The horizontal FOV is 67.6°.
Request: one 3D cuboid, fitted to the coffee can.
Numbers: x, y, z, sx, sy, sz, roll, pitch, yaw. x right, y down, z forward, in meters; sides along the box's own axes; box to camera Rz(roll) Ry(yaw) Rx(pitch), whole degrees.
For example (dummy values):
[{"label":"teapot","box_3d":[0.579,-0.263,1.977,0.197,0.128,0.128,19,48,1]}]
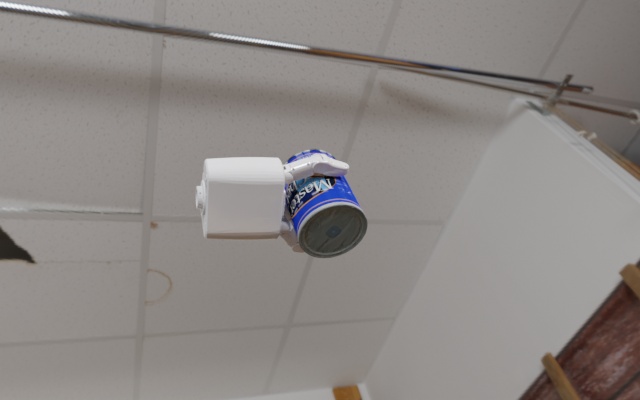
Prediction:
[{"label":"coffee can","box_3d":[0.000,0.002,0.726,0.103,0.103,0.140,0,38,-20]}]
